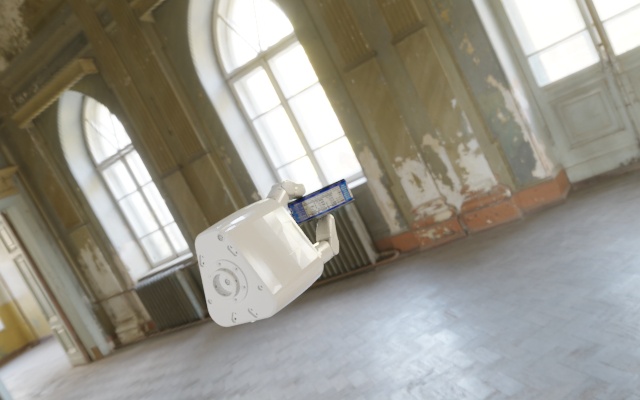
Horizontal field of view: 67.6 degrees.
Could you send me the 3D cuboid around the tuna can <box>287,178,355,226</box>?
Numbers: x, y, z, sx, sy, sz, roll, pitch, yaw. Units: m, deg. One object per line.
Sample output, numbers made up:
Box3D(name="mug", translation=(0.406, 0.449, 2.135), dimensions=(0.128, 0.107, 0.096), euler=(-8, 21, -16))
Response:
Box3D(name="tuna can", translation=(0.000, 0.002, 0.631), dimensions=(0.086, 0.034, 0.086), euler=(-24, 1, 1))
